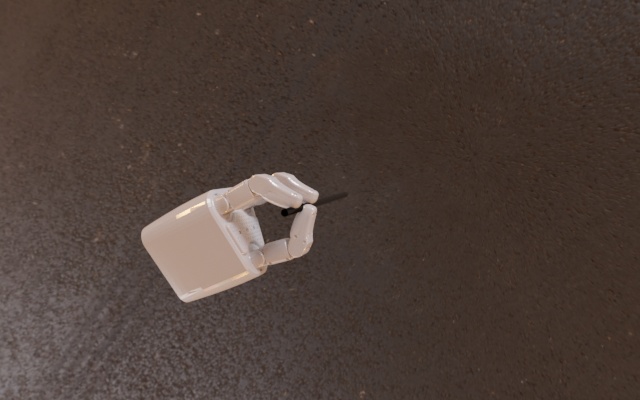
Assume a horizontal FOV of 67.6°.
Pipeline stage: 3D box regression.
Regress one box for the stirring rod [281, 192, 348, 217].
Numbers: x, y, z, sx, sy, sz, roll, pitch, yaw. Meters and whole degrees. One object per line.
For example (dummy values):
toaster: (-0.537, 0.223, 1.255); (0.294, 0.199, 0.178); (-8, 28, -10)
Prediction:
stirring rod: (0.000, 0.002, 0.597); (0.011, 0.011, 0.239); (0, 5, 18)
